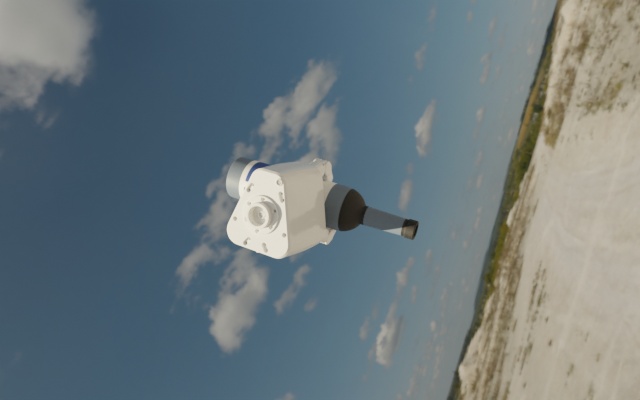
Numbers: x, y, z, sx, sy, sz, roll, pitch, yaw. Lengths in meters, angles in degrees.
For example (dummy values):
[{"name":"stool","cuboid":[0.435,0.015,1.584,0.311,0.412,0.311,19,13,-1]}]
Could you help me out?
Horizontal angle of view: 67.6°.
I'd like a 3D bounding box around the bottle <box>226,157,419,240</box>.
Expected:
[{"name":"bottle","cuboid":[0.000,0.002,0.712,0.295,0.069,0.069,17,6,21]}]
